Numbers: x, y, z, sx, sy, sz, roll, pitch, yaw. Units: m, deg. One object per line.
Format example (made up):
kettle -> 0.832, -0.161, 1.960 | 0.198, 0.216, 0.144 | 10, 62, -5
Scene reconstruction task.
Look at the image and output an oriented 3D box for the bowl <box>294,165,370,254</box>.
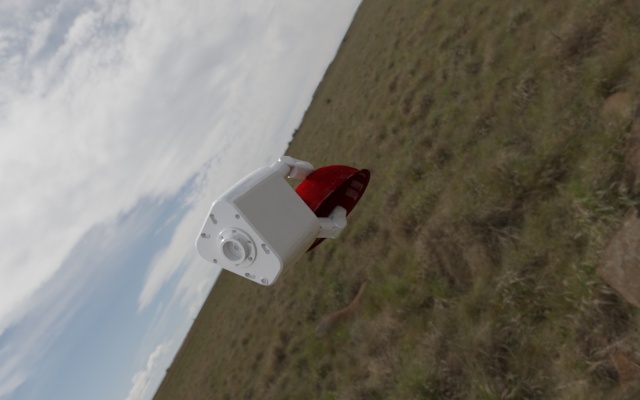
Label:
bowl -> 0.000, 0.002, 0.702 | 0.055, 0.162, 0.162 | 42, 14, 17
